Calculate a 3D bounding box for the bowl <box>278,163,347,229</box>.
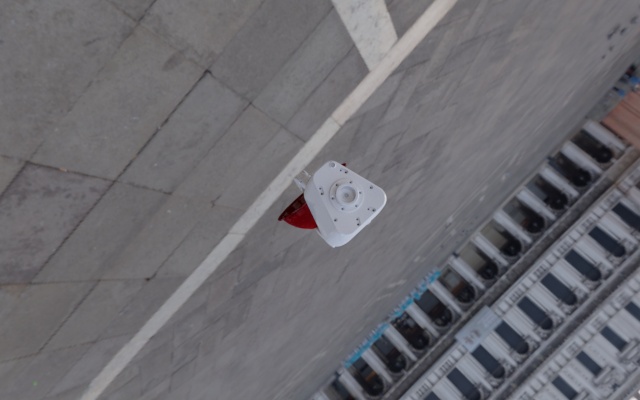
[{"bbox_3d":[0.000,0.003,0.877,0.162,0.055,0.162,-39,8,7],"label":"bowl"}]
